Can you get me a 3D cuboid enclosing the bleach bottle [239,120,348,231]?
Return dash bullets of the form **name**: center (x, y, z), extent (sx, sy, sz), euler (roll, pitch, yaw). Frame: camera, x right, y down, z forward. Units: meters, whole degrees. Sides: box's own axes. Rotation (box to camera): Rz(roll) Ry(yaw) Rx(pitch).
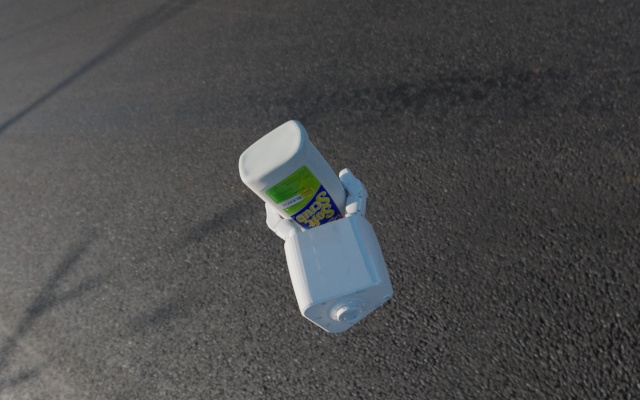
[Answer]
- **bleach bottle**: center (0.000, 0.002, 0.672), extent (0.102, 0.068, 0.251), euler (-30, -44, 15)
